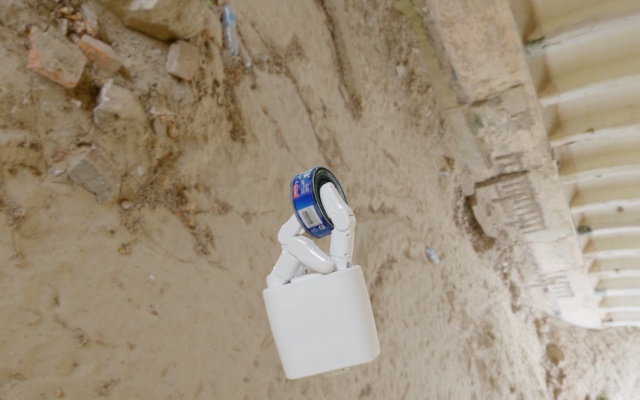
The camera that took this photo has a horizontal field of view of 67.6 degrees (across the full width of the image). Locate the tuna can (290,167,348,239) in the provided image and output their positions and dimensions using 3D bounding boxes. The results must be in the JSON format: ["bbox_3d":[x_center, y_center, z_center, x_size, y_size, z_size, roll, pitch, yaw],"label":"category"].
[{"bbox_3d":[0.001,0.002,0.593,0.034,0.086,0.086,-21,-10,27],"label":"tuna can"}]
